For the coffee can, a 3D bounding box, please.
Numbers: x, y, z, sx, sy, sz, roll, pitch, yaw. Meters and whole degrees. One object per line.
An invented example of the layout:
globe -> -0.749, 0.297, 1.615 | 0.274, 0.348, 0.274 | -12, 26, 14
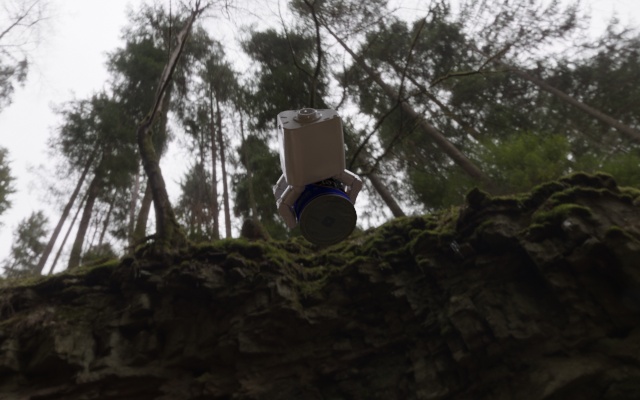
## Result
coffee can -> 0.000, 0.003, 0.878 | 0.103, 0.103, 0.140 | 0, 29, -14
